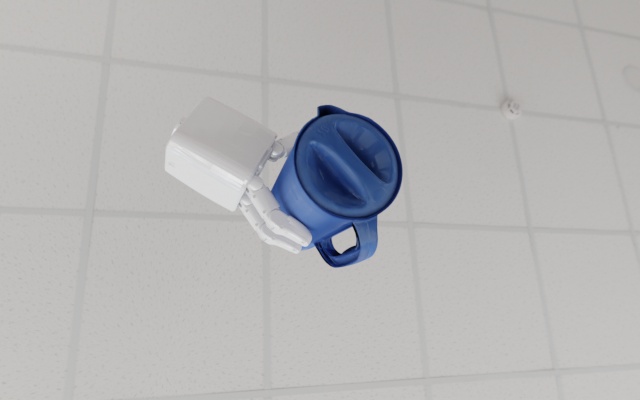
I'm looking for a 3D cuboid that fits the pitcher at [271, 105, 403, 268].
[{"bbox_3d":[0.000,0.002,0.637,0.145,0.149,0.243,31,-25,-7],"label":"pitcher"}]
